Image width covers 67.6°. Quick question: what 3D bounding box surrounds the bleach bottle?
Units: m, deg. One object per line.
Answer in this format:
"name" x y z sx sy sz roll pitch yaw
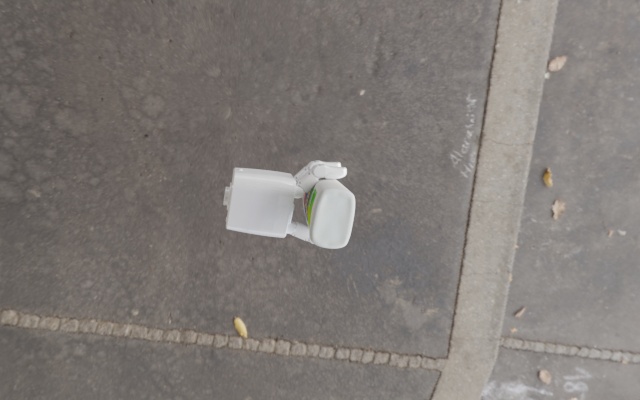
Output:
"bleach bottle" 0.000 0.003 0.875 0.068 0.102 0.250 9 10 -12
